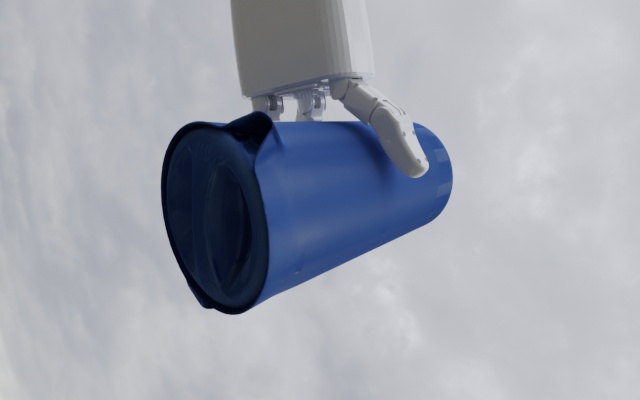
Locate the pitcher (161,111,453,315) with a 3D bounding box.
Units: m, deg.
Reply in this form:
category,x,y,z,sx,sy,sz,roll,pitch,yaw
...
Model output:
category,x,y,z,sx,sy,sz,roll,pitch,yaw
pitcher,0.000,0.001,0.406,0.243,0.145,0.149,-13,5,-43
